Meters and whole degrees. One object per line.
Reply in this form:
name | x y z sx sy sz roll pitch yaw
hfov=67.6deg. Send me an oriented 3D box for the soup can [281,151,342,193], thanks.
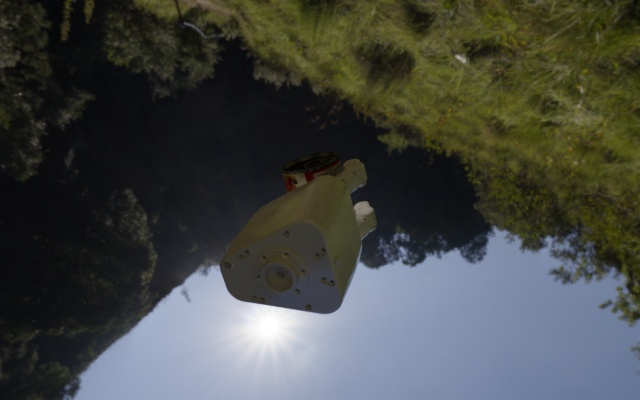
soup can | 0.000 0.002 0.555 0.068 0.102 0.068 -14 18 5
